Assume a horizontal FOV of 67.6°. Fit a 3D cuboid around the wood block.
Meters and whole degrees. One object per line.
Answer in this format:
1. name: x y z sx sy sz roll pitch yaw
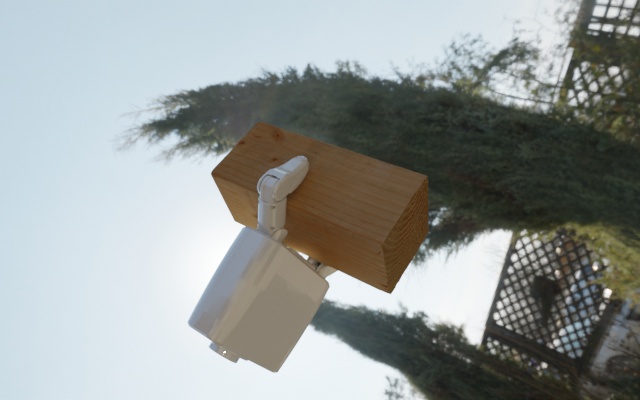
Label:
1. wood block: 0.000 0.002 0.501 0.206 0.090 0.091 22 -32 28
